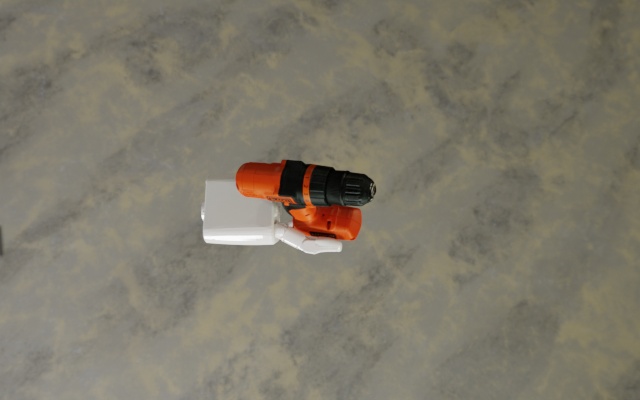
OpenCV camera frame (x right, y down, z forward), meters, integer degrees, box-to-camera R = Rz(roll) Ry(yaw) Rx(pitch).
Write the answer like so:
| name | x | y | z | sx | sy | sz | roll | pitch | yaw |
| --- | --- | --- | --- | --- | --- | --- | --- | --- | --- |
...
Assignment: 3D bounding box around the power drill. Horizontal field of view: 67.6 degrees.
| name | x | y | z | sx | sy | sz | roll | pitch | yaw |
| --- | --- | --- | --- | --- | --- | --- | --- | --- | --- |
| power drill | 0.000 | 0.002 | 0.655 | 0.184 | 0.057 | 0.188 | 8 | -19 | 21 |
